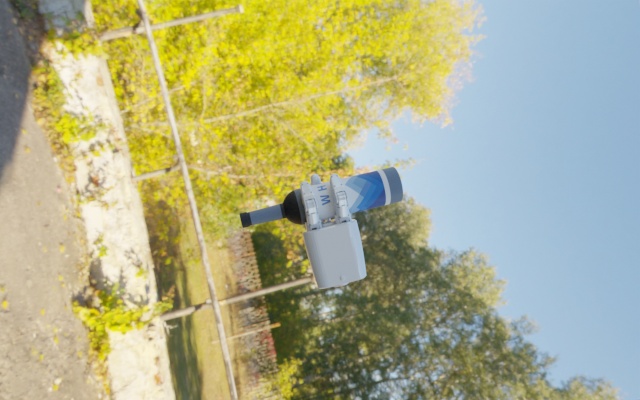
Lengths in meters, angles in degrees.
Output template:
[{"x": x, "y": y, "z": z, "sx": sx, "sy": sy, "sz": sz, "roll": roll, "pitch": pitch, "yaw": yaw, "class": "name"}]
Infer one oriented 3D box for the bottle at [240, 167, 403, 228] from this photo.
[{"x": 0.000, "y": 0.003, "z": 0.872, "sx": 0.296, "sy": 0.069, "sz": 0.069, "roll": -13, "pitch": 2, "yaw": -7, "class": "bottle"}]
